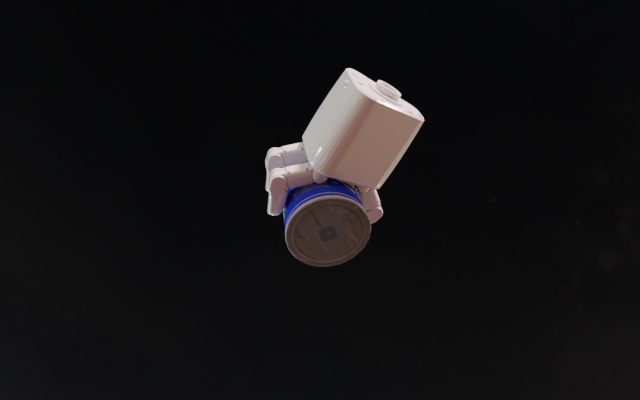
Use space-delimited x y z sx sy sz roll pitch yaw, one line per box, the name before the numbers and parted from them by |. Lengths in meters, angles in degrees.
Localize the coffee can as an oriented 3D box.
coffee can | 0.000 0.002 0.621 0.103 0.103 0.140 0 33 -10
